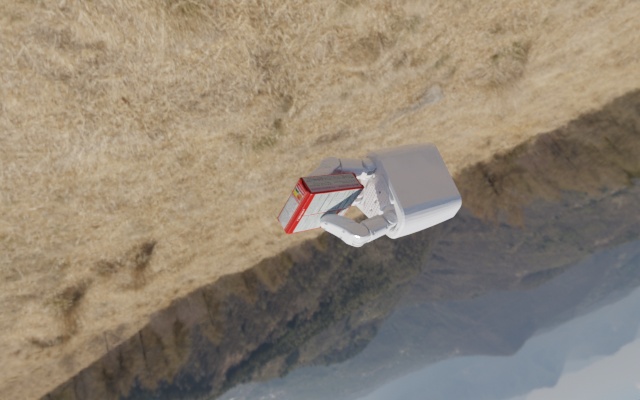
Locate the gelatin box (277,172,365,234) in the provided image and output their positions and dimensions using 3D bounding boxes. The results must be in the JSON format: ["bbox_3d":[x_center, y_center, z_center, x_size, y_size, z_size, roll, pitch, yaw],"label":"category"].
[{"bbox_3d":[0.000,0.002,0.585,0.089,0.030,0.073,-9,-36,-40],"label":"gelatin box"}]
